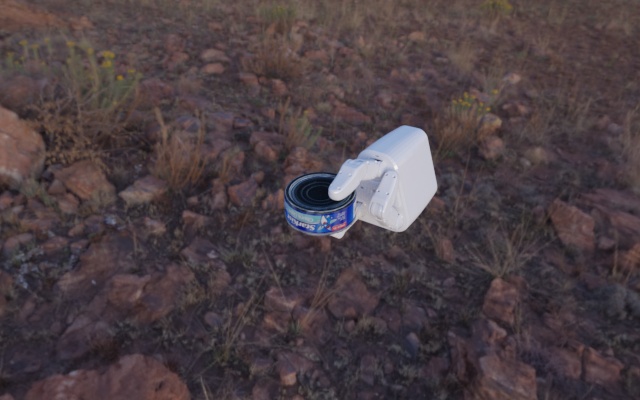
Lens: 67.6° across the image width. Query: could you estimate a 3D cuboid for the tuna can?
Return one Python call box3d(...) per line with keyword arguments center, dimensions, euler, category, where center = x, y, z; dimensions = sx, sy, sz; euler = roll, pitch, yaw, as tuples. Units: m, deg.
box3d(center=(0.000, 0.001, 0.562), dimensions=(0.086, 0.034, 0.086), euler=(-1, 36, 1), category="tuna can")
